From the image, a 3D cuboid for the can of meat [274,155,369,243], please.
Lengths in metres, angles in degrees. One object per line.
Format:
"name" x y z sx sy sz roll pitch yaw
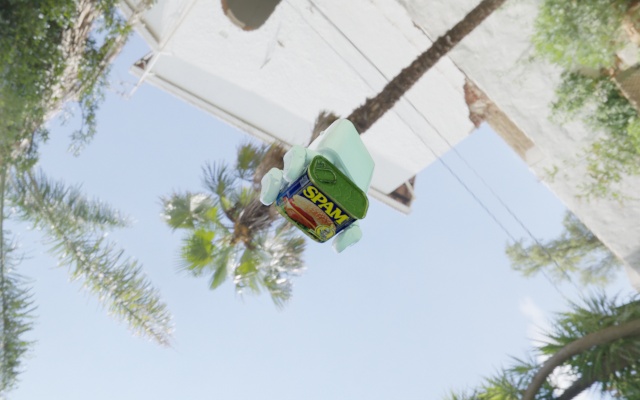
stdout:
"can of meat" 0.000 0.002 0.651 0.084 0.102 0.057 -38 18 37
